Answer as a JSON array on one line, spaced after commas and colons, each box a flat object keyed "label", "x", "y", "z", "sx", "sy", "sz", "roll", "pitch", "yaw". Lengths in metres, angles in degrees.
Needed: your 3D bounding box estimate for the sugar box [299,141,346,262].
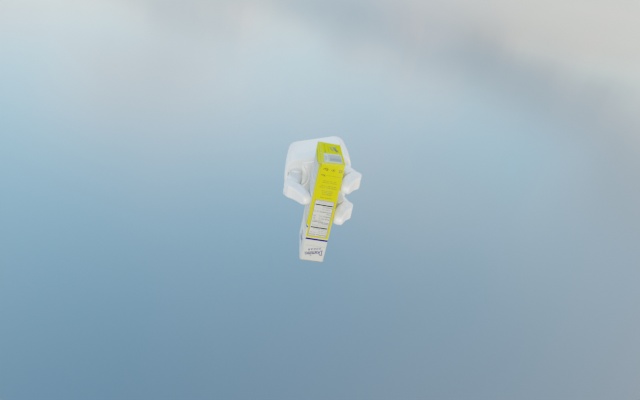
[{"label": "sugar box", "x": 0.001, "y": 0.002, "z": 0.783, "sx": 0.048, "sy": 0.176, "sz": 0.093, "roll": 7, "pitch": 27, "yaw": -6}]
